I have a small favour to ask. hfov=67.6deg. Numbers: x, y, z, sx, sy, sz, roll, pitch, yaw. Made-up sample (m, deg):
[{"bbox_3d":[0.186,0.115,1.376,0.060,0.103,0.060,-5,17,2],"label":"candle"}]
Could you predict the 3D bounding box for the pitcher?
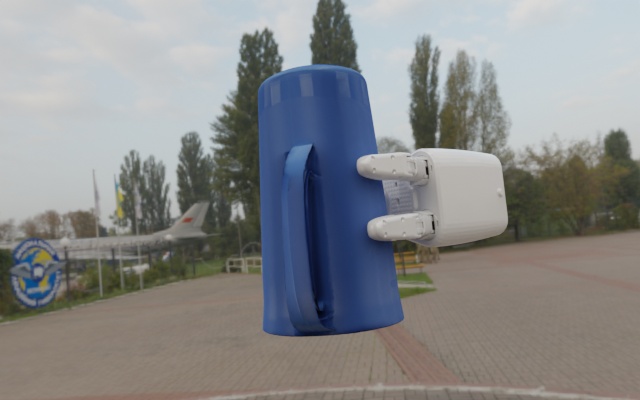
[{"bbox_3d":[0.000,0.001,0.451,0.145,0.243,0.149,-3,-6,-30],"label":"pitcher"}]
